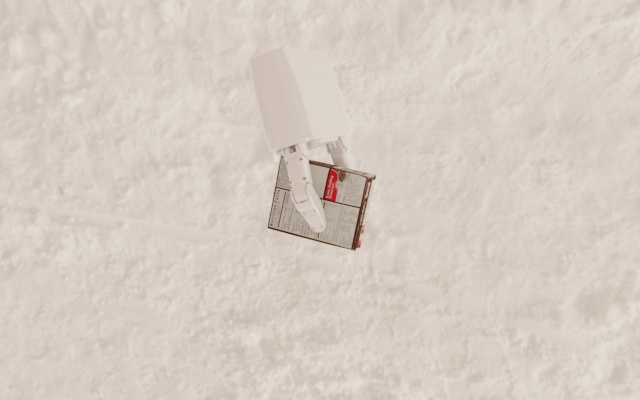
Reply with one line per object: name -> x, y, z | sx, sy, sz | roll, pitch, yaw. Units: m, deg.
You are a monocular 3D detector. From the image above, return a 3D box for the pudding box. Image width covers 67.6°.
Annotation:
pudding box -> 0.000, 0.002, 0.561 | 0.113, 0.090, 0.039 | 14, 9, 18
